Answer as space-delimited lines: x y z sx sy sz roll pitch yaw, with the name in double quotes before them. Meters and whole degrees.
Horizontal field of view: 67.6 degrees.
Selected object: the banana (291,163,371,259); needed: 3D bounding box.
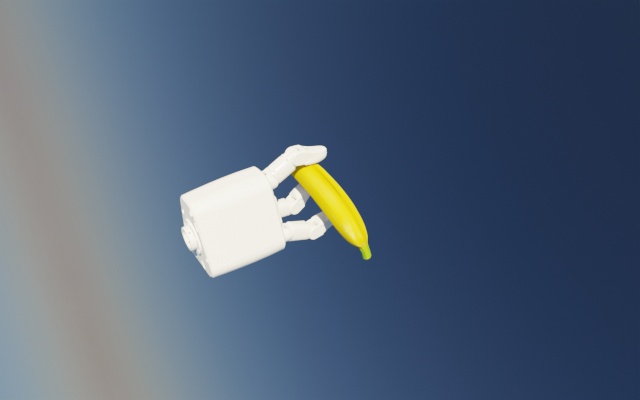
"banana" 0.005 -0.005 0.653 0.037 0.197 0.070 -27 -24 -23
